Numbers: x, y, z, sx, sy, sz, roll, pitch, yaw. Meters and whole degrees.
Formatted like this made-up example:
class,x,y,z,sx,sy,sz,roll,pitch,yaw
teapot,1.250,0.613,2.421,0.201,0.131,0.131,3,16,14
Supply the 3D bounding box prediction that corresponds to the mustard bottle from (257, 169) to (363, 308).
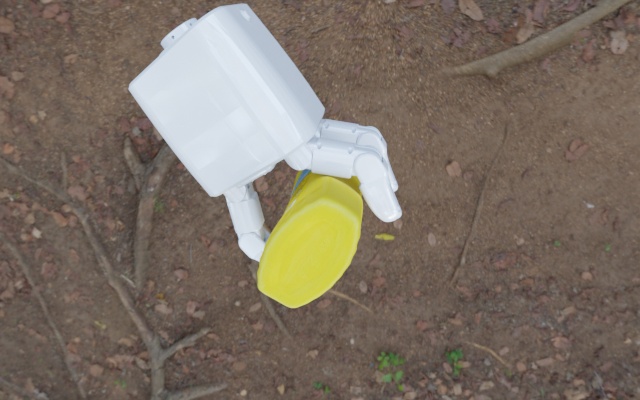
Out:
class,x,y,z,sx,sy,sz,roll,pitch,yaw
mustard bottle,0.000,0.002,0.414,0.058,0.096,0.191,30,24,-7
